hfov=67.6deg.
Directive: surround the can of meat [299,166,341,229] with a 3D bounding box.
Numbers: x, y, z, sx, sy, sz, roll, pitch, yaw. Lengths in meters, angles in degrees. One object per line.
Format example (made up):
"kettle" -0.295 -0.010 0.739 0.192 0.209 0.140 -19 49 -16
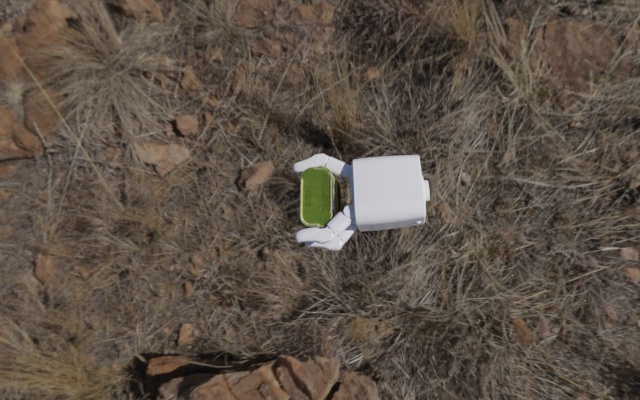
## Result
"can of meat" 0.000 0.002 0.774 0.057 0.102 0.084 -2 -13 9
